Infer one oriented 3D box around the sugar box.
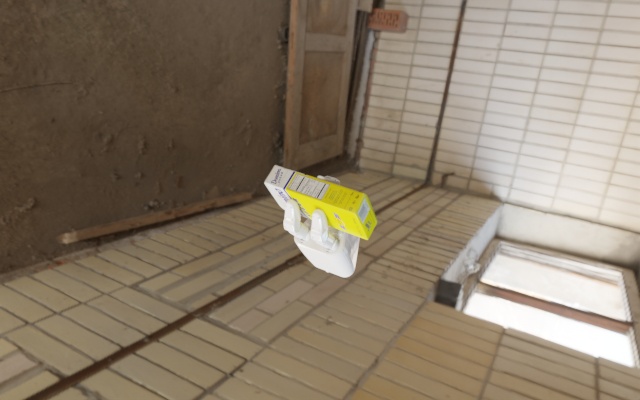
[{"bbox_3d":[0.000,0.003,0.789,0.176,0.048,0.093,16,-25,27],"label":"sugar box"}]
